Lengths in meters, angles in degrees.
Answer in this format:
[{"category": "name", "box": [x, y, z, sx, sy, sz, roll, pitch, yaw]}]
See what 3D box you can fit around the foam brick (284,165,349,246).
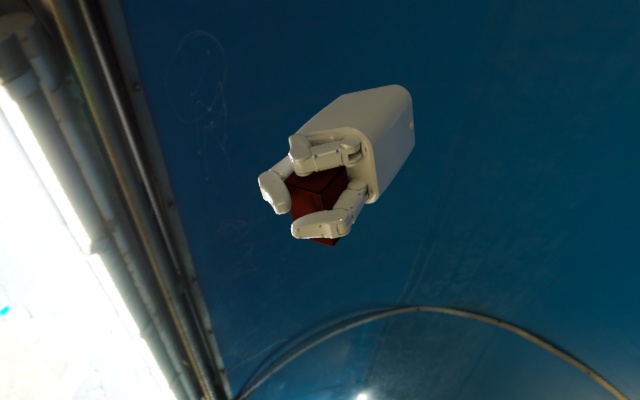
[{"category": "foam brick", "box": [0.000, 0.002, 0.525, 0.053, 0.078, 0.051, 16, 47, 31]}]
